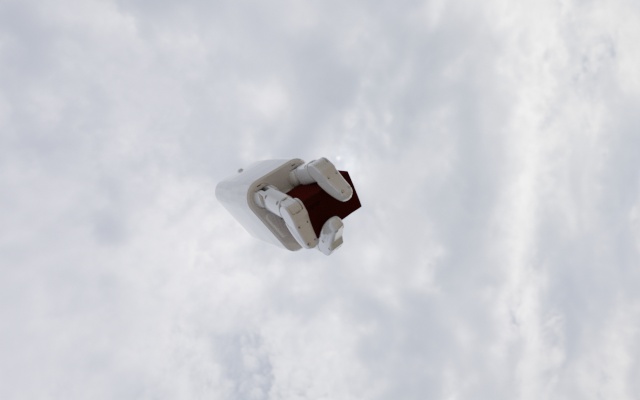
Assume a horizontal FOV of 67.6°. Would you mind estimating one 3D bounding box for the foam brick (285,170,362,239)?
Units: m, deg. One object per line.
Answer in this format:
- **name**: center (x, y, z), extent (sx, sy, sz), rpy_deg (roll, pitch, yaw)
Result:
- **foam brick**: center (0.000, 0.002, 0.583), extent (0.078, 0.053, 0.051), rpy_deg (-33, 24, -29)
